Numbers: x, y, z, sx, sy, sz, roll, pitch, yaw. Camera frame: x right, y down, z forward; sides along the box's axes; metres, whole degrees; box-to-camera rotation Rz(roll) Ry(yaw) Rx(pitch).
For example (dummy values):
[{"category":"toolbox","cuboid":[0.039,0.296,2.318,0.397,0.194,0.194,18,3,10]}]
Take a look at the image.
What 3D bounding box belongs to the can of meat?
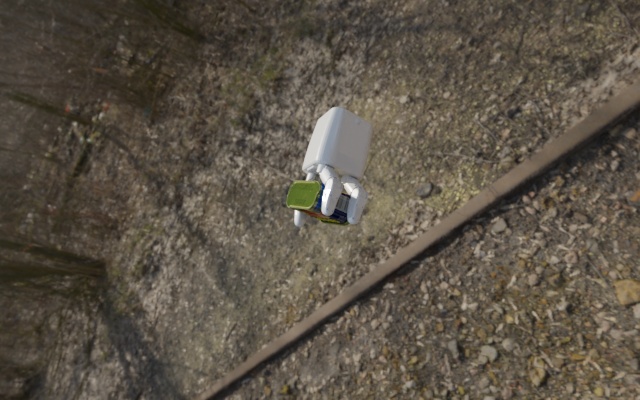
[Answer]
[{"category":"can of meat","cuboid":[0.000,0.003,0.836,0.084,0.057,0.102,23,-10,-33]}]
